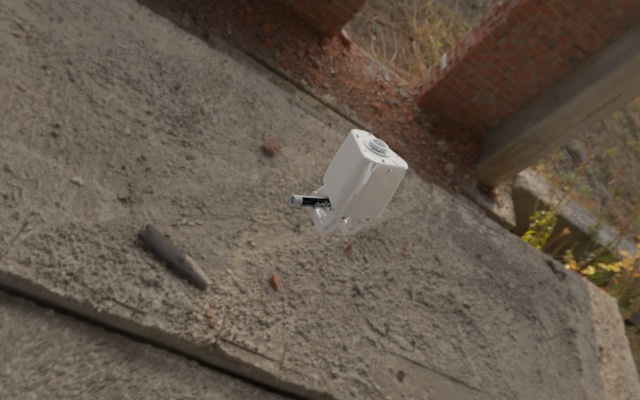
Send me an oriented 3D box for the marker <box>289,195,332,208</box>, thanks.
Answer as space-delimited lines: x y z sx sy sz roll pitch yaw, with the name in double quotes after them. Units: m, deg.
0.000 0.003 0.834 0.121 0.020 0.020 4 -2 -38 "marker"
